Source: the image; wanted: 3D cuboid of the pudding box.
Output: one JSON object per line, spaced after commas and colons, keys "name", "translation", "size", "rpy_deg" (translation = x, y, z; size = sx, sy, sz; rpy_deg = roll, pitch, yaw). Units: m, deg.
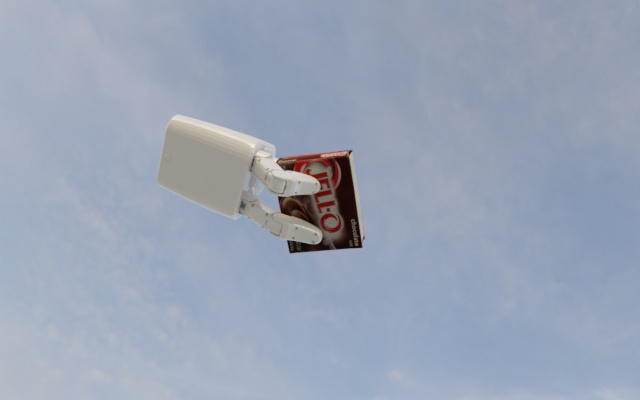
{"name": "pudding box", "translation": [0.000, 0.002, 0.555], "size": [0.090, 0.113, 0.039], "rpy_deg": [-6, 19, 15]}
